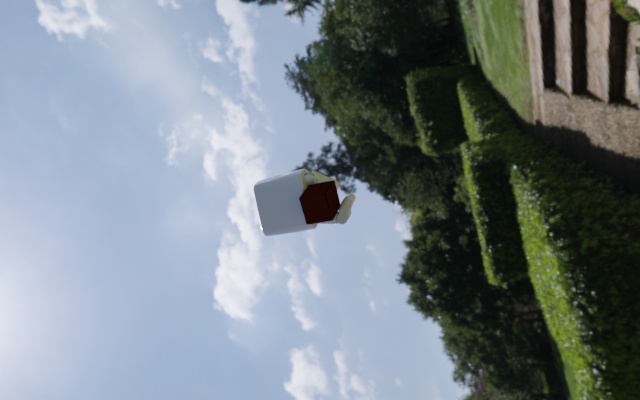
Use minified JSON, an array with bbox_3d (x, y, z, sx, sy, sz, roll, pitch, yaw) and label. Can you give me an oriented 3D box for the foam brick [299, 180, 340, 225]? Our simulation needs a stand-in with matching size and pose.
[{"bbox_3d":[0.000,0.003,0.862,0.051,0.053,0.078,-10,17,16],"label":"foam brick"}]
